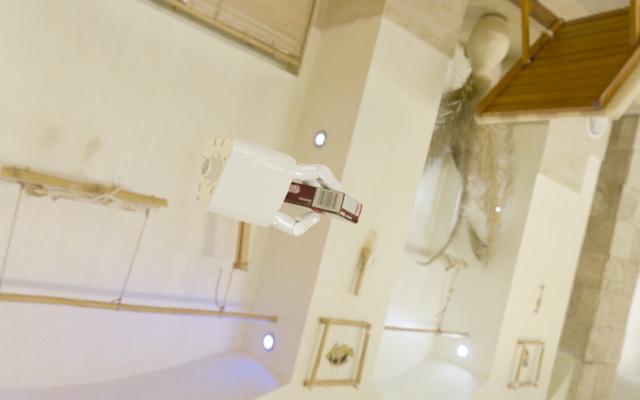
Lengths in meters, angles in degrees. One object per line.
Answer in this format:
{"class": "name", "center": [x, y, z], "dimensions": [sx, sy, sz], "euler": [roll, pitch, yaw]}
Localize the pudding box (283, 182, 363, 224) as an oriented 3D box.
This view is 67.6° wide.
{"class": "pudding box", "center": [0.000, 0.003, 0.772], "dimensions": [0.113, 0.039, 0.090], "euler": [15, -5, 26]}
